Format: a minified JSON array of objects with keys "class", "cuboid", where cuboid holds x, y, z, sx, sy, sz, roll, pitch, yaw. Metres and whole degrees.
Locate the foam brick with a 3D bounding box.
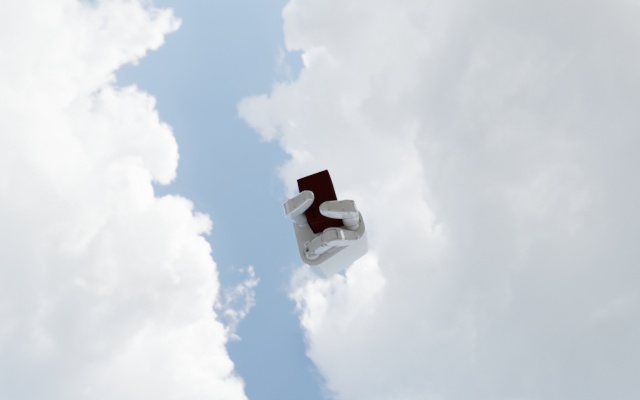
[{"class":"foam brick","cuboid":[0.000,0.002,0.737,0.053,0.078,0.051,-17,-25,5]}]
